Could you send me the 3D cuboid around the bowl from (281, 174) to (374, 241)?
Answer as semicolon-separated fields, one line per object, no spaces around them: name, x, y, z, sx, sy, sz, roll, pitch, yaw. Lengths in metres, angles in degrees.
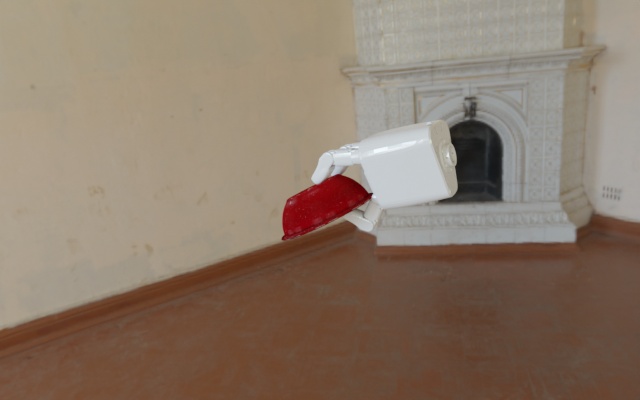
bowl;-0.001;0.003;0.746;0.162;0.055;0.162;-27;4;2
